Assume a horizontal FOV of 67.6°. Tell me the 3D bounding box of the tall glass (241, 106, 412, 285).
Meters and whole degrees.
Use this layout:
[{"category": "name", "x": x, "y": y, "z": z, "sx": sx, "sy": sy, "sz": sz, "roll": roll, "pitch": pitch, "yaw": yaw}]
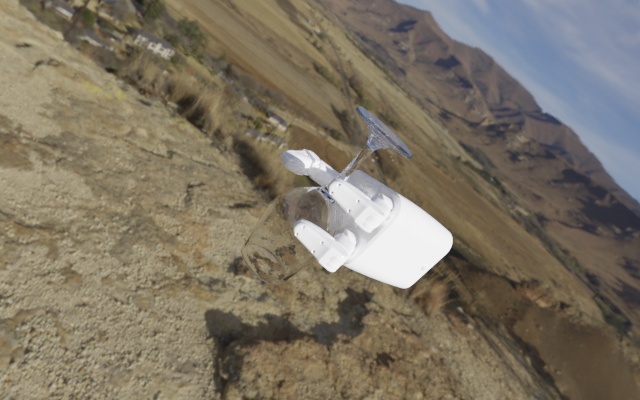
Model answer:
[{"category": "tall glass", "x": 0.000, "y": 0.001, "z": 0.502, "sx": 0.201, "sy": 0.079, "sz": 0.079, "roll": -47, "pitch": -19, "yaw": 19}]
